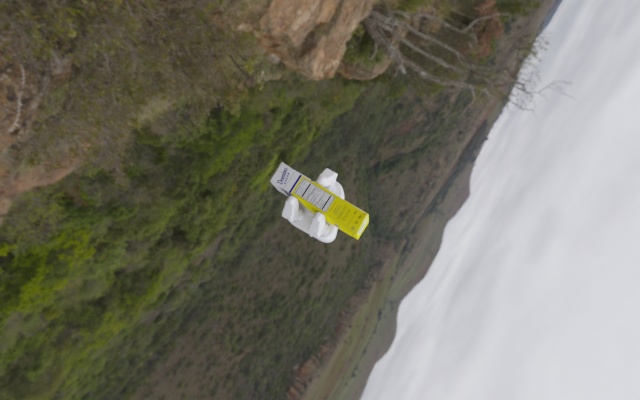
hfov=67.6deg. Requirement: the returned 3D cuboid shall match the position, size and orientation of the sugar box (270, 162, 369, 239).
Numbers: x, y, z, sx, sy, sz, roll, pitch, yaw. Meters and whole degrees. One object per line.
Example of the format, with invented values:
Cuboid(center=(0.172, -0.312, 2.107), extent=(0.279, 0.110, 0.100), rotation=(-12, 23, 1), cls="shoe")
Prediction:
Cuboid(center=(0.000, 0.003, 0.842), extent=(0.176, 0.048, 0.093), rotation=(29, -7, 10), cls="sugar box")
